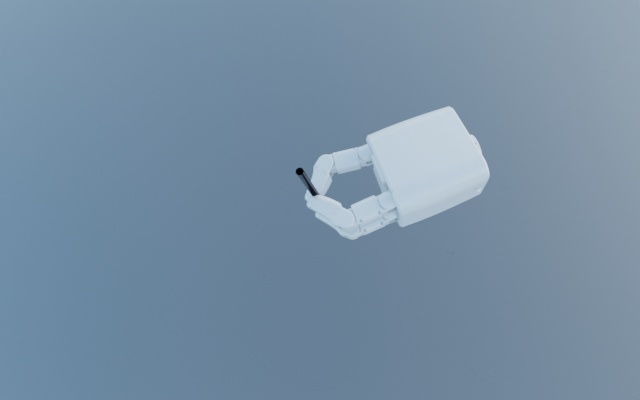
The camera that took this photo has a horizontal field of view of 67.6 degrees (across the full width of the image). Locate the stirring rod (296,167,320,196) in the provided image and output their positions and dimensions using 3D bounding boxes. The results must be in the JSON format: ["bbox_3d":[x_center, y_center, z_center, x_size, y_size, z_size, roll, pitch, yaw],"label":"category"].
[{"bbox_3d":[0.000,0.002,0.576,0.011,0.011,0.239,0,-14,10],"label":"stirring rod"}]
